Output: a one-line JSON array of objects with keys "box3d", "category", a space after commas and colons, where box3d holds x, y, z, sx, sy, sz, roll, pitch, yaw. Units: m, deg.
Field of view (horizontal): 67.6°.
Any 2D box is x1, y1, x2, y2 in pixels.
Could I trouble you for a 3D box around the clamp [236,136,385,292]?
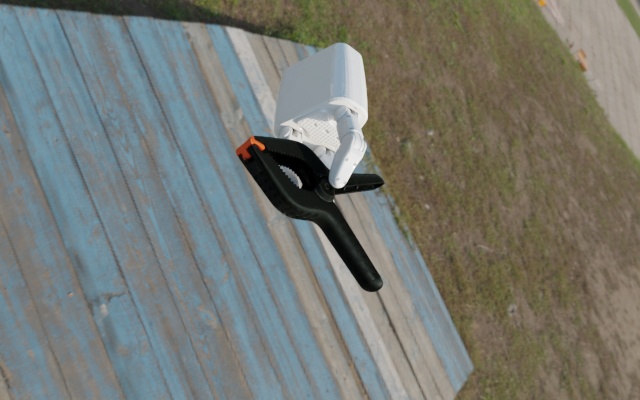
[{"box3d": [0.000, 0.001, 0.523, 0.210, 0.164, 0.036, 27, -44, -33], "category": "clamp"}]
